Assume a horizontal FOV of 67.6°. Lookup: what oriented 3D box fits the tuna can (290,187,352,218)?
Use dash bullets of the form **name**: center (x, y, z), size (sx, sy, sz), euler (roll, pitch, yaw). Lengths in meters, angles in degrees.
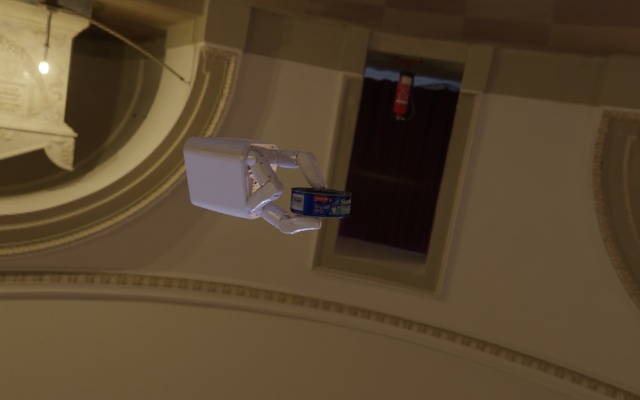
- **tuna can**: center (0.000, 0.003, 0.672), size (0.086, 0.034, 0.086), euler (5, 5, 0)
